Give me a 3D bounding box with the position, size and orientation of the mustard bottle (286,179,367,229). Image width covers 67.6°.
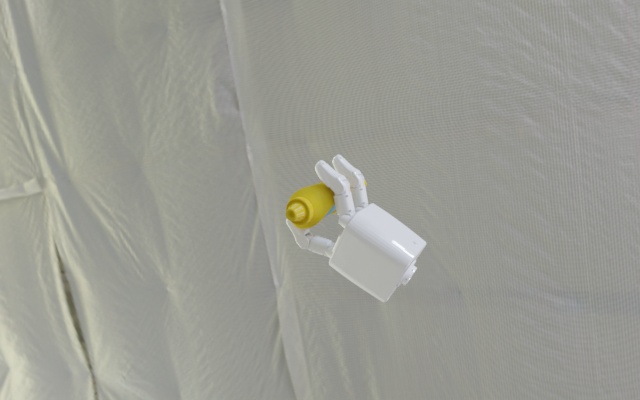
[{"bbox_3d":[0.000,0.002,0.754,0.096,0.058,0.191,-36,-5,28],"label":"mustard bottle"}]
